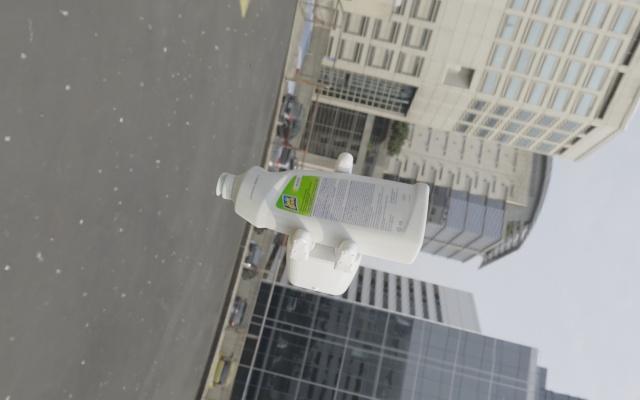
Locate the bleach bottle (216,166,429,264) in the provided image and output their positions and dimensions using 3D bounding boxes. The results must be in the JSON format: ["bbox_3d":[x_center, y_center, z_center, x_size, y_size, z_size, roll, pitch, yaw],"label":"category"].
[{"bbox_3d":[0.000,0.002,0.587,0.251,0.102,0.068,13,-34,2],"label":"bleach bottle"}]
